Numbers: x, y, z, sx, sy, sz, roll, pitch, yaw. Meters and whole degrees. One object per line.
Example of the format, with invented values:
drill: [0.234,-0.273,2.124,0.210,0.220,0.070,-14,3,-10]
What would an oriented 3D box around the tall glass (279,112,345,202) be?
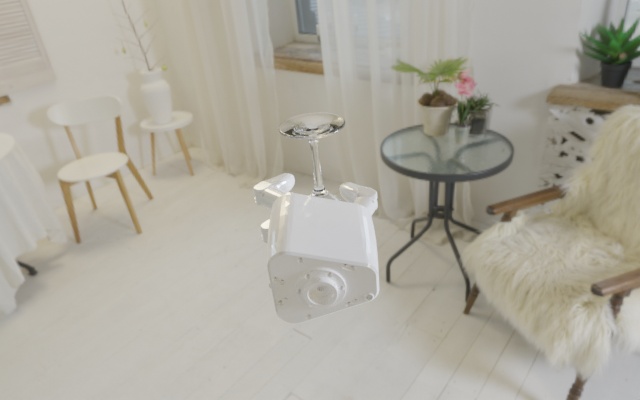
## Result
tall glass: [0.000,0.001,0.576,0.079,0.201,0.079,-5,30,3]
